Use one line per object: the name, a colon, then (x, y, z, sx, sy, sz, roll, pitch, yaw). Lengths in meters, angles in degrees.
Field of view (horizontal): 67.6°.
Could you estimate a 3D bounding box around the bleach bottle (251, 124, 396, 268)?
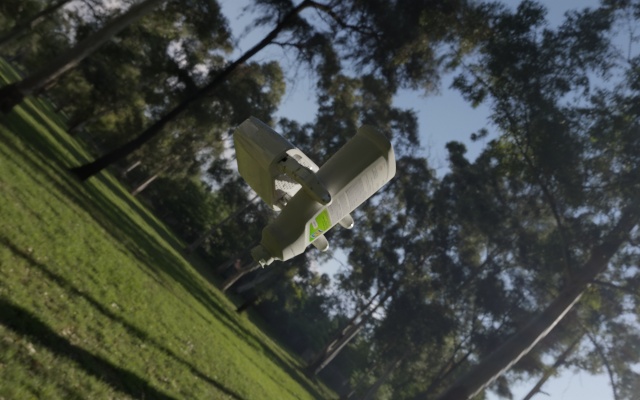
bleach bottle: (0.000, 0.002, 0.703, 0.068, 0.251, 0.103, 41, -16, 32)
